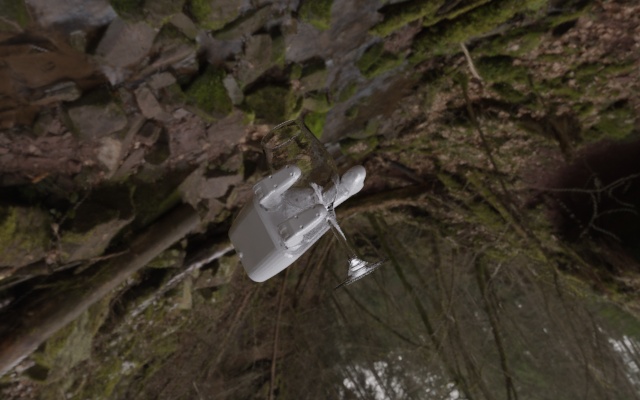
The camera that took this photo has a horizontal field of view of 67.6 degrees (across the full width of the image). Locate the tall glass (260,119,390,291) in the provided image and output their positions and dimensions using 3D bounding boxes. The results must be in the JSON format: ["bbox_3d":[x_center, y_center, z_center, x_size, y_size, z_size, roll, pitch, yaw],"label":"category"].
[{"bbox_3d":[0.001,0.002,0.572,0.079,0.201,0.079,-28,-12,-7],"label":"tall glass"}]
